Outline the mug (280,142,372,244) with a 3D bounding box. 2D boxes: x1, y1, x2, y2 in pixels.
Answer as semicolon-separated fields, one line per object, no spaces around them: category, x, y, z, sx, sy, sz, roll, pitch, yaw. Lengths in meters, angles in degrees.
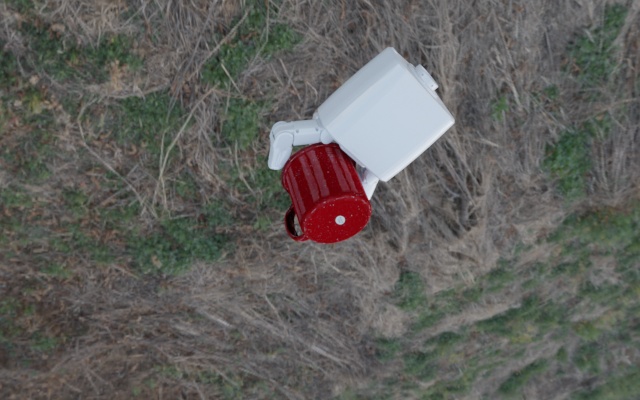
mug;-0.001;0.003;0.549;0.117;0.081;0.093;-42;-45;23
